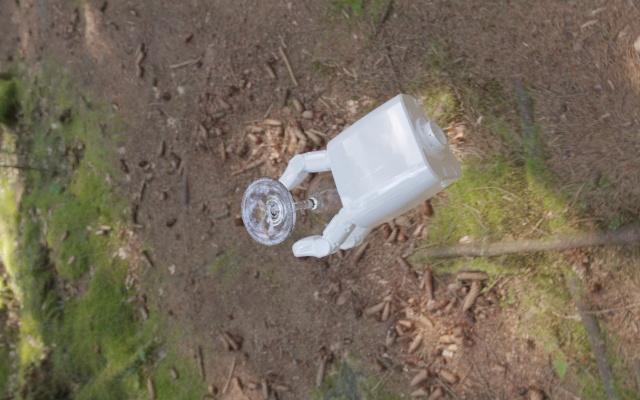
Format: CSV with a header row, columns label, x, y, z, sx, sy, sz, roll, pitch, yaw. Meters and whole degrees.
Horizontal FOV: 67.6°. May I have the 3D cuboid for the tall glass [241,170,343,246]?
label,x,y,z,sx,sy,sz,roll,pitch,yaw
tall glass,0.000,0.002,0.586,0.079,0.079,0.201,0,6,35
